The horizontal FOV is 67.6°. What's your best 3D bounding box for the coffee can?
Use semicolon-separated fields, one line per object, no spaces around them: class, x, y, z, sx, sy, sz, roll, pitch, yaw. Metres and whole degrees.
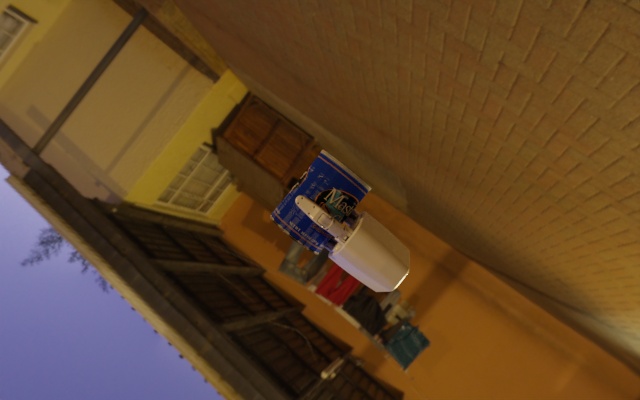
coffee can;0.000;0.002;0.783;0.103;0.140;0.103;39;2;-2
